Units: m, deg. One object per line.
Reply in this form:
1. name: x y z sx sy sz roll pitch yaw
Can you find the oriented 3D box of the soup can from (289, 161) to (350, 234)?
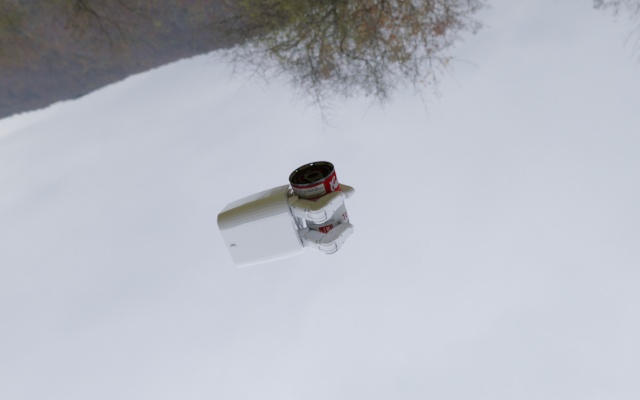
1. soup can: 0.001 0.002 0.704 0.068 0.102 0.068 -14 29 8
